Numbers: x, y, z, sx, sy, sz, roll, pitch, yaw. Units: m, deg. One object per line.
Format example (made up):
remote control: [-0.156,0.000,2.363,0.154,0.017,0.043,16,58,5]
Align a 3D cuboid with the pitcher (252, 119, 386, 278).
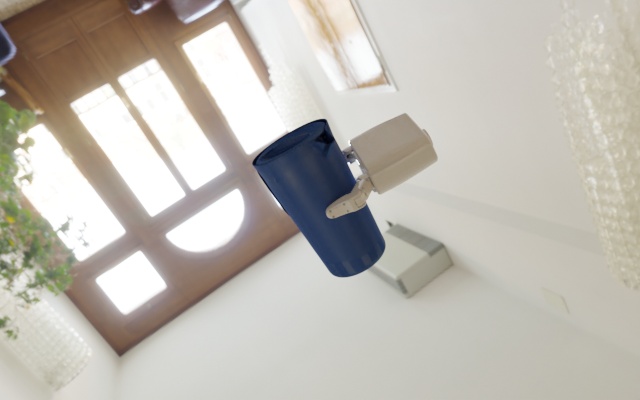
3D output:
pitcher: [0.000,0.002,0.775,0.145,0.243,0.149,-29,20,4]
